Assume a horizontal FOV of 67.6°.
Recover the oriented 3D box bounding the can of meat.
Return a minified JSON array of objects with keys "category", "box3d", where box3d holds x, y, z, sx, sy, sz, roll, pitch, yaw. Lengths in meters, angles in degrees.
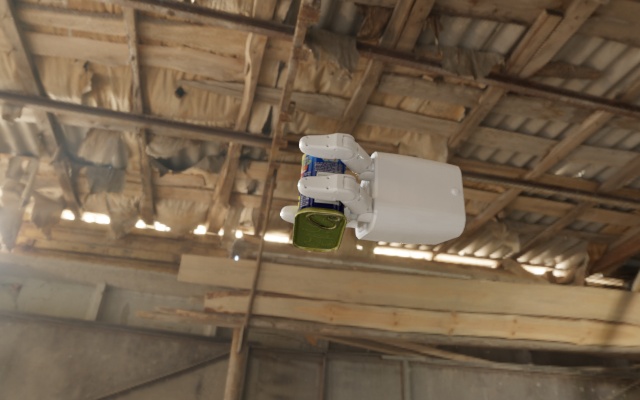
[{"category":"can of meat","box3d":[0.000,0.002,0.563,0.057,0.084,0.102,6,-30,-2]}]
